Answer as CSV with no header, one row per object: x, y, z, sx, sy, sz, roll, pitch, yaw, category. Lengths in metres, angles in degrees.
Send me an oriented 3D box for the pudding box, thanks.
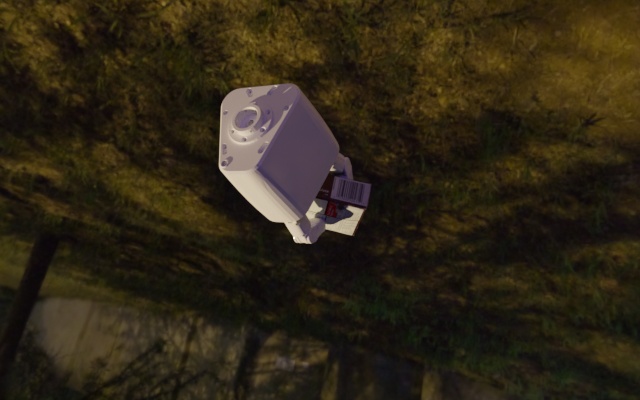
0.000,0.002,0.607,0.113,0.039,0.090,14,-26,0,pudding box
